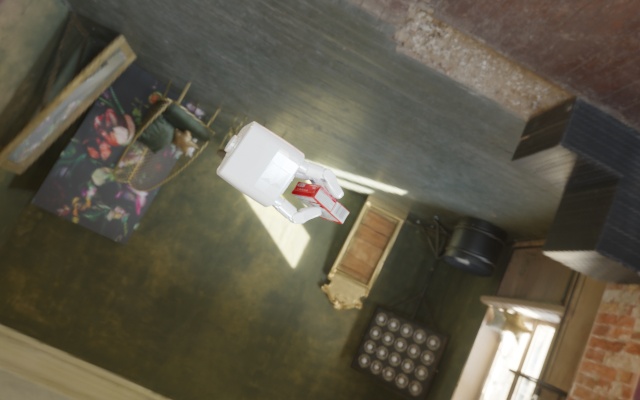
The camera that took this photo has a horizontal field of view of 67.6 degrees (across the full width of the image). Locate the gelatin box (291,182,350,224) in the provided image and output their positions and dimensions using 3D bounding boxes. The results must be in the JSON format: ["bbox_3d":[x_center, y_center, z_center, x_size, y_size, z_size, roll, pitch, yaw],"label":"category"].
[{"bbox_3d":[0.000,0.003,0.884,0.089,0.030,0.073,42,-17,-31],"label":"gelatin box"}]
